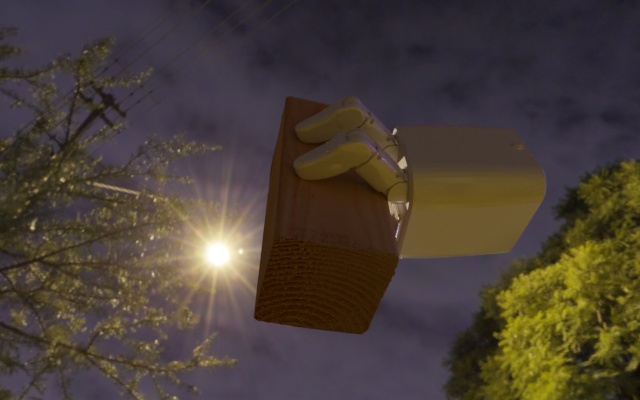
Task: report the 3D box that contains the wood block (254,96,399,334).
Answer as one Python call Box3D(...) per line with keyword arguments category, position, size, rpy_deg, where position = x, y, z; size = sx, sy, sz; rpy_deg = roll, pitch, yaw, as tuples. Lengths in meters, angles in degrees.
Box3D(category="wood block", position=(0.000, 0.002, 0.420), size=(0.090, 0.091, 0.206), rpy_deg=(10, 37, -9))
